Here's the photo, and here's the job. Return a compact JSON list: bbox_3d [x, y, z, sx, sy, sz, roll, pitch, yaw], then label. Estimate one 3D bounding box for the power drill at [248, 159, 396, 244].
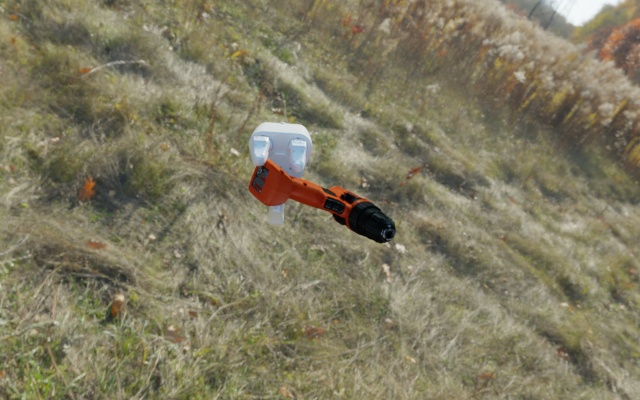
[{"bbox_3d":[0.000,0.002,0.696,0.188,0.057,0.184,21,5,-28],"label":"power drill"}]
